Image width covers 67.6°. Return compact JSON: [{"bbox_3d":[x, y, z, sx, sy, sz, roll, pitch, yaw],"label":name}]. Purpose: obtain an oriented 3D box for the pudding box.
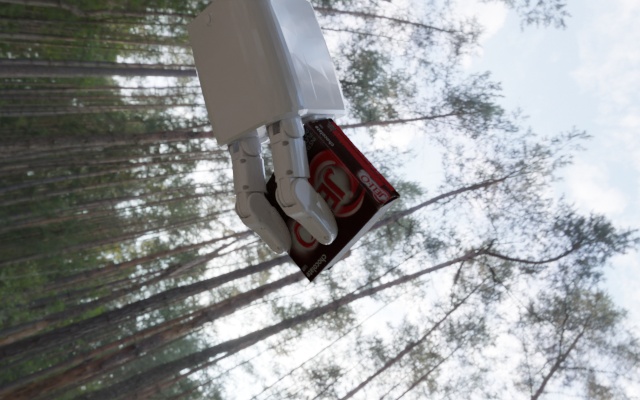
[{"bbox_3d":[0.000,0.001,0.404,0.039,0.090,0.113,-23,-22,-45],"label":"pudding box"}]
